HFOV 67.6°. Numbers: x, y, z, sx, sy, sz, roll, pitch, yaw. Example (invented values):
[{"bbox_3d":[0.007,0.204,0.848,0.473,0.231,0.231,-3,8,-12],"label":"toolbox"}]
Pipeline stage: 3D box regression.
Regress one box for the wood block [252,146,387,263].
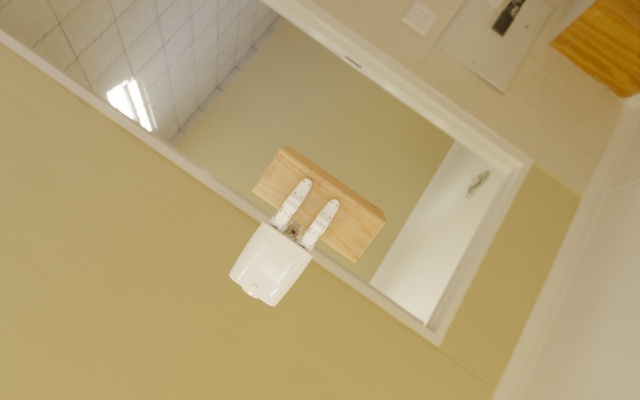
[{"bbox_3d":[0.000,0.003,0.809,0.206,0.090,0.091,35,9,-2],"label":"wood block"}]
